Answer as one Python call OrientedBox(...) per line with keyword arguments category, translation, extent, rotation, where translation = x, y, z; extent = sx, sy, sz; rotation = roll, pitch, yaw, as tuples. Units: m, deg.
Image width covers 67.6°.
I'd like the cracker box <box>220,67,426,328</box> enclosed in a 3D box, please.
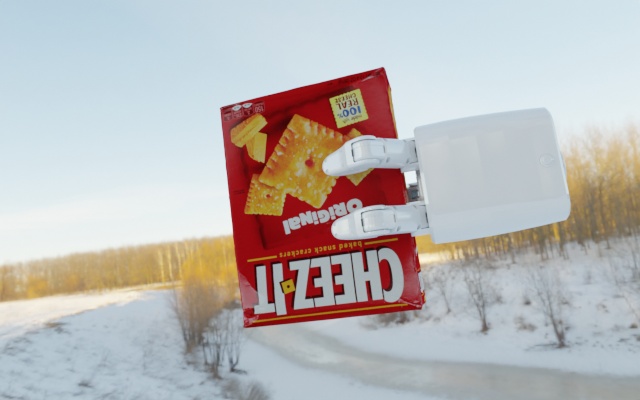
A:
OrientedBox(category="cracker box", translation=(0.000, 0.001, 0.449), extent=(0.164, 0.213, 0.072), rotation=(-10, -9, 13))
